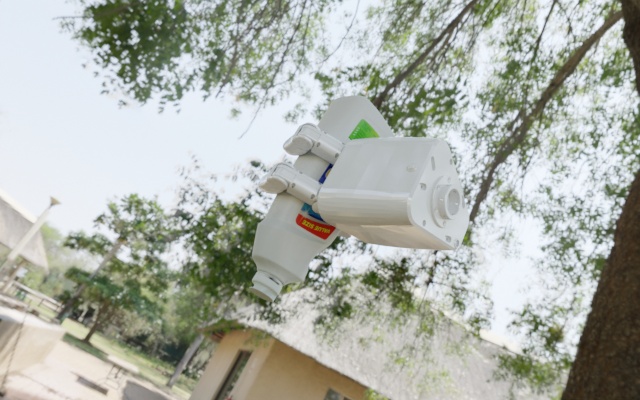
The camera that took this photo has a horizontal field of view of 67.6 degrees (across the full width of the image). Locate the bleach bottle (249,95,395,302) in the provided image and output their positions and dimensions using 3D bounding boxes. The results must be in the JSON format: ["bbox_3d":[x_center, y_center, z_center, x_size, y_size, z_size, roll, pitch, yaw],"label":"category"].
[{"bbox_3d":[0.000,0.002,0.541,0.068,0.250,0.103,3,-35,44],"label":"bleach bottle"}]
